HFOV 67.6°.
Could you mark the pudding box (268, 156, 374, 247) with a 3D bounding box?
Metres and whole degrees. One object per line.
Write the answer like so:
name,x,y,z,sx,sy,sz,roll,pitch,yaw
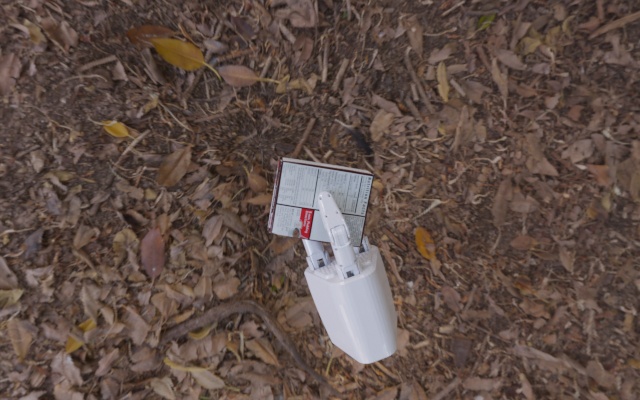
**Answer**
pudding box,0.000,0.002,0.560,0.113,0.090,0.039,9,8,-10
